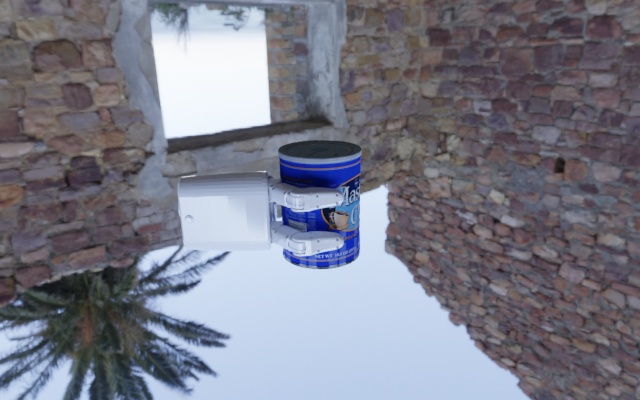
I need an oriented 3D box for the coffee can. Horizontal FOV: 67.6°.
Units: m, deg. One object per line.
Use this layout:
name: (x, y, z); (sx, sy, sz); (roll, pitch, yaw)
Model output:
coffee can: (0.000, 0.002, 0.608); (0.103, 0.140, 0.102); (-1, 19, 0)
